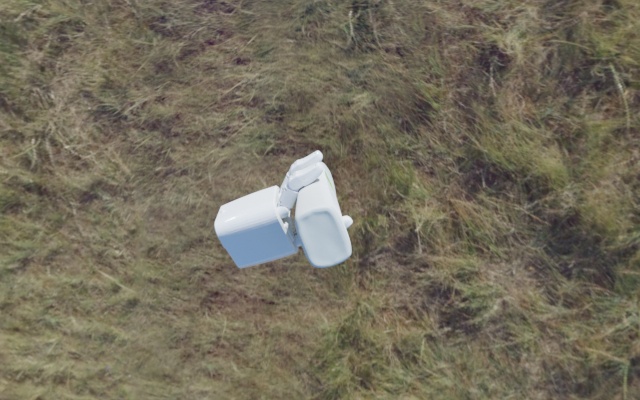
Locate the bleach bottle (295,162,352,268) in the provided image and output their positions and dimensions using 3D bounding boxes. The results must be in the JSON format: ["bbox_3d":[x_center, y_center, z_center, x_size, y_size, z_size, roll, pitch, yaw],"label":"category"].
[{"bbox_3d":[0.000,0.002,0.786,0.068,0.103,0.250,-18,22,6],"label":"bleach bottle"}]
